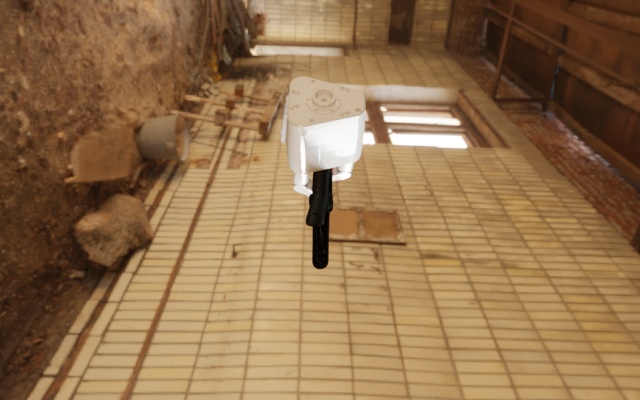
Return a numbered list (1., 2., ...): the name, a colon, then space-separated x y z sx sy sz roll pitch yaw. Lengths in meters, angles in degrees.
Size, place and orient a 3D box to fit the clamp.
1. clamp: 0.001 0.002 0.706 0.039 0.171 0.120 1 -31 0
